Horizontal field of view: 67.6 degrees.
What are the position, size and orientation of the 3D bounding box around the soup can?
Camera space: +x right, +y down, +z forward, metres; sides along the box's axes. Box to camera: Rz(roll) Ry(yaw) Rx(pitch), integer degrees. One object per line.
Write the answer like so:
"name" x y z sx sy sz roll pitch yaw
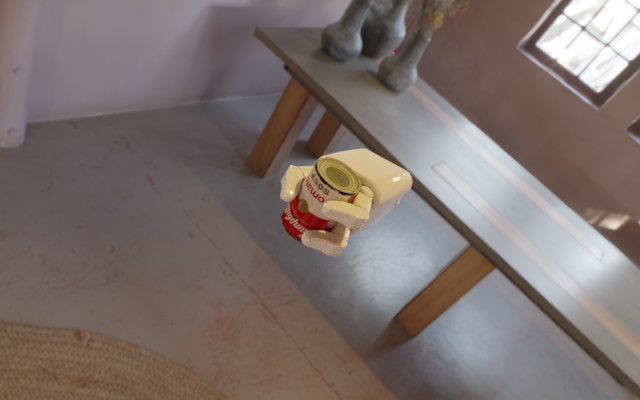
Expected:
"soup can" 0.000 0.002 0.627 0.068 0.068 0.102 0 -42 -40
